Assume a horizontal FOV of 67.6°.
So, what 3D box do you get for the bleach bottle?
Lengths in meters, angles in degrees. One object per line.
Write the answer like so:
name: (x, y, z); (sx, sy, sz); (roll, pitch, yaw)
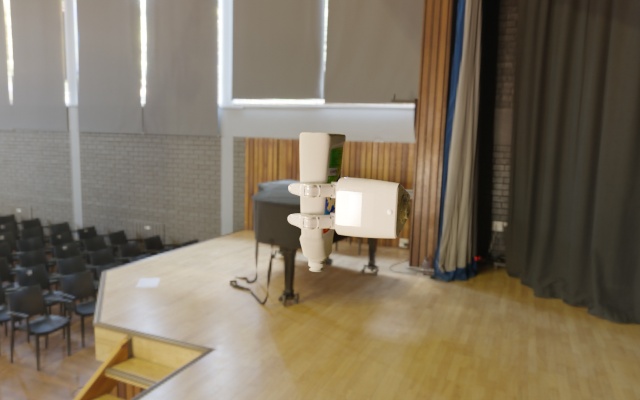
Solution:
bleach bottle: (0.000, 0.003, 0.874); (0.068, 0.251, 0.102); (5, 8, 22)
